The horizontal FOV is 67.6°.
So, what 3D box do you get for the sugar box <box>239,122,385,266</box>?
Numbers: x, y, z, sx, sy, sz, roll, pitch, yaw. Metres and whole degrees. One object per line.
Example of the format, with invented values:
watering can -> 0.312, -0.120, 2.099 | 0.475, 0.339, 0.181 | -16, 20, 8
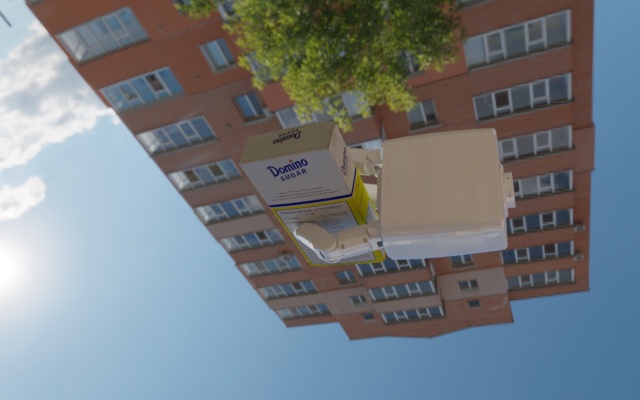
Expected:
sugar box -> 0.000, 0.001, 0.493 | 0.093, 0.048, 0.176 | -7, -45, 22
